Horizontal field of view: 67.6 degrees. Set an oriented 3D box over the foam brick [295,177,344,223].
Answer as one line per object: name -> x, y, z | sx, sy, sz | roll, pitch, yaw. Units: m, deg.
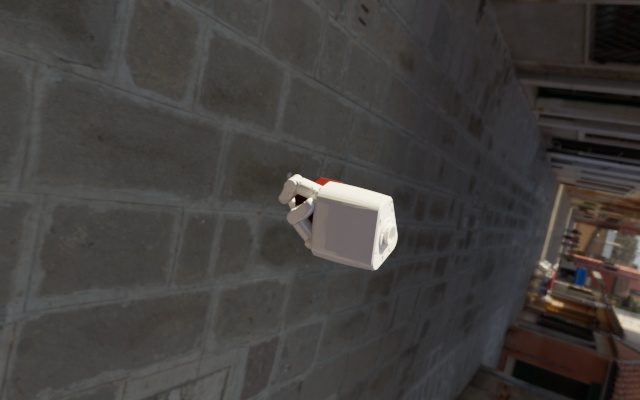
foam brick -> 0.000, 0.002, 0.796 | 0.051, 0.053, 0.078 | 13, 32, 29
